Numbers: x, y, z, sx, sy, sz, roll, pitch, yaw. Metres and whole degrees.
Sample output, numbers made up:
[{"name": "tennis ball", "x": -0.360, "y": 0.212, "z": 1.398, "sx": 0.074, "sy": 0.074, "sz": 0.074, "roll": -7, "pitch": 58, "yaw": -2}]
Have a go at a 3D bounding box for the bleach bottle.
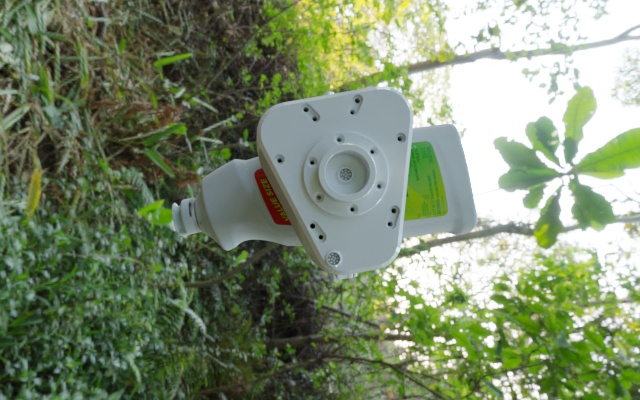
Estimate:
[{"name": "bleach bottle", "x": 0.000, "y": 0.001, "z": 0.420, "sx": 0.251, "sy": 0.102, "sz": 0.068, "roll": -11, "pitch": -3, "yaw": -3}]
